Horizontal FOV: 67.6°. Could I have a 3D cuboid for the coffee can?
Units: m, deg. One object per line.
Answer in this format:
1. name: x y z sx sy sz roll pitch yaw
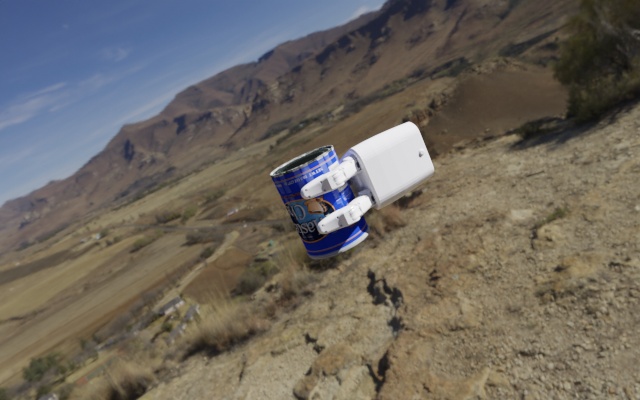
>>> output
1. coffee can: 0.000 0.003 0.715 0.103 0.140 0.102 -24 13 6
